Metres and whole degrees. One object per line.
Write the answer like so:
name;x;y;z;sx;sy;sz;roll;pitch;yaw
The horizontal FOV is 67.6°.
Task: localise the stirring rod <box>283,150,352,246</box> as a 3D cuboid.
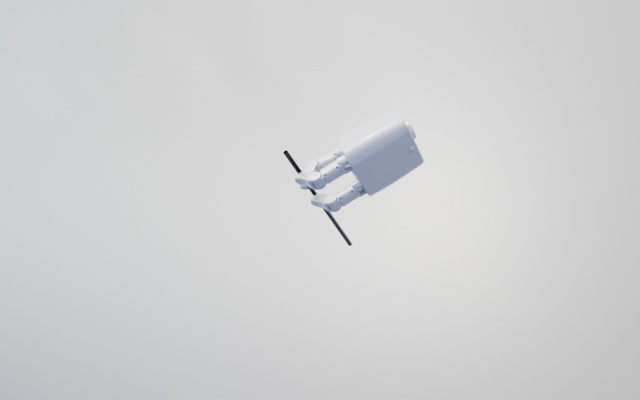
stirring rod;0.000;0.003;0.827;0.011;0.011;0.240;0;-42;38
